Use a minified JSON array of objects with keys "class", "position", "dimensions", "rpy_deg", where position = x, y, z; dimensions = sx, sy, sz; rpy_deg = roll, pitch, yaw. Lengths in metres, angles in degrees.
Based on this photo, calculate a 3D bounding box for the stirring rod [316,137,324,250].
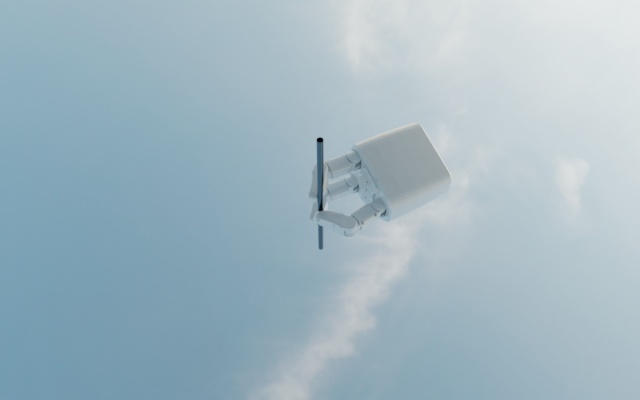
[{"class":"stirring rod","position":[0.000,0.002,0.629],"dimensions":[0.011,0.011,0.240],"rpy_deg":[0,-35,0]}]
